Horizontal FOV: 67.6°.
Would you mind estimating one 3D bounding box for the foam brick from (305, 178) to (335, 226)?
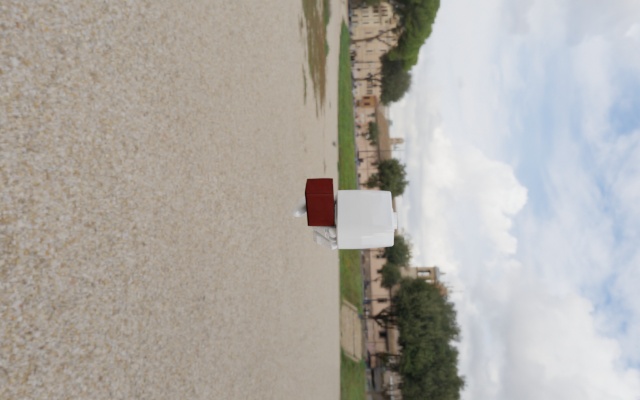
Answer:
[{"bbox_3d":[0.000,0.003,0.894,0.051,0.078,0.053,-1,36,4],"label":"foam brick"}]
